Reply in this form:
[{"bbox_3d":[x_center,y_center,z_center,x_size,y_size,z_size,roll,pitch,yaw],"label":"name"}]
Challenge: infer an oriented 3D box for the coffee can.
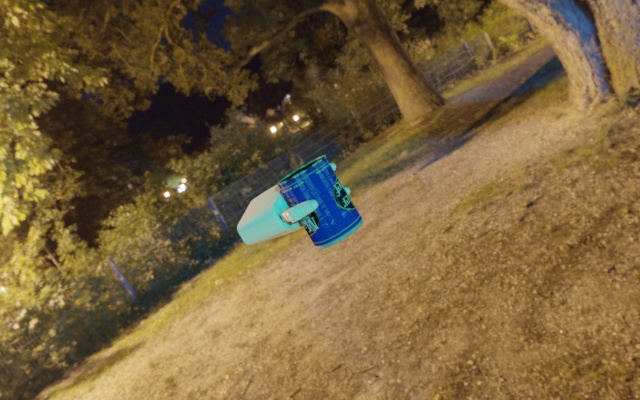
[{"bbox_3d":[0.000,0.003,0.870,0.103,0.140,0.103,-30,9,5],"label":"coffee can"}]
